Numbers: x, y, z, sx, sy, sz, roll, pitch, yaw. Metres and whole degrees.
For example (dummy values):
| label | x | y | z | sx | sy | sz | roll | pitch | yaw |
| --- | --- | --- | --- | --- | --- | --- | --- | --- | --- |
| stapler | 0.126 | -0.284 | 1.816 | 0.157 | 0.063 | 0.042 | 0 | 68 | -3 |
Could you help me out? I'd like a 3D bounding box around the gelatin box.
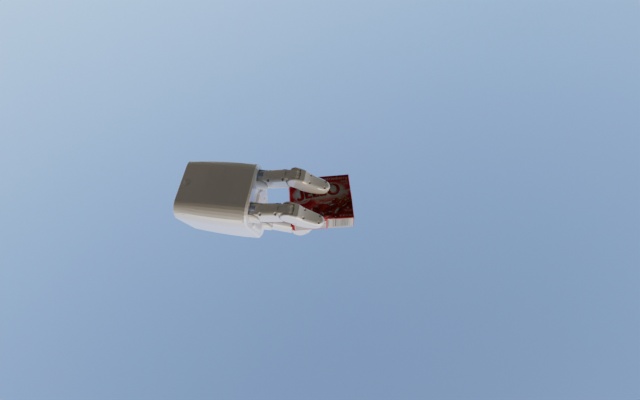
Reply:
| label | x | y | z | sx | sy | sz | roll | pitch | yaw |
| --- | --- | --- | --- | --- | --- | --- | --- | --- | --- |
| gelatin box | 0.000 | 0.002 | 0.680 | 0.089 | 0.073 | 0.030 | -4 | -32 | -3 |
